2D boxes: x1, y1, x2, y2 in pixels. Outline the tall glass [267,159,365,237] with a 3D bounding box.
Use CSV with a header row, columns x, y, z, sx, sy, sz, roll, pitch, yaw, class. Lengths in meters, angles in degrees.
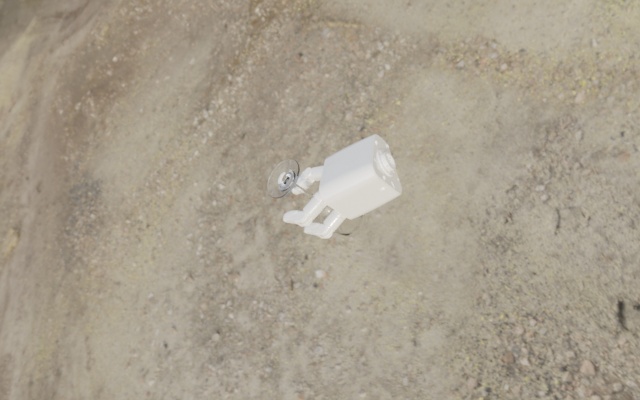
x,y,z,sx,sy,sz,roll,pitch,yaw,class
0.000,0.003,0.872,0.079,0.079,0.201,0,-24,44,tall glass
